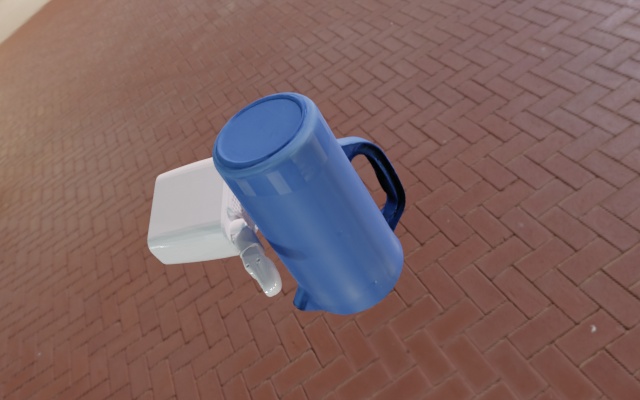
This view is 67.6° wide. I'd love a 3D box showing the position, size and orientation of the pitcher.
[{"bbox_3d":[0.000,0.002,0.511,0.145,0.149,0.243,-11,-43,21],"label":"pitcher"}]
